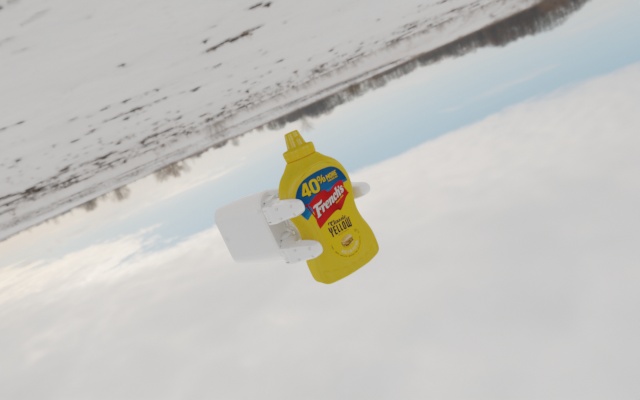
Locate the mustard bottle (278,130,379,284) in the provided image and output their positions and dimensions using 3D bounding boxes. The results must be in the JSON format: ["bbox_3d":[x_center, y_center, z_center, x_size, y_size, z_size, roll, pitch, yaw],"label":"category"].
[{"bbox_3d":[0.000,0.002,0.606,0.096,0.192,0.058,-29,12,-24],"label":"mustard bottle"}]
